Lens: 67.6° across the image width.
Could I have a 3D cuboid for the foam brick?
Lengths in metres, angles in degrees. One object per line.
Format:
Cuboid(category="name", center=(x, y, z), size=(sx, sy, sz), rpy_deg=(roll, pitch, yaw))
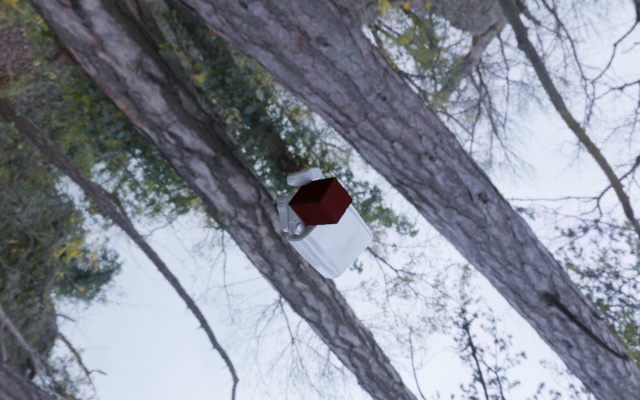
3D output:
Cuboid(category="foam brick", center=(0.000, 0.002, 0.740), size=(0.078, 0.051, 0.053), rpy_deg=(-6, 40, 50))
